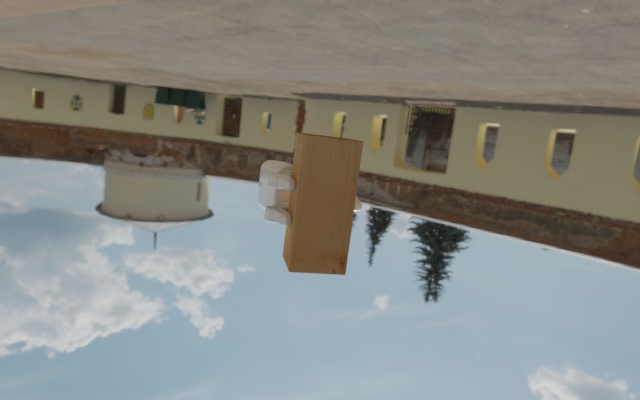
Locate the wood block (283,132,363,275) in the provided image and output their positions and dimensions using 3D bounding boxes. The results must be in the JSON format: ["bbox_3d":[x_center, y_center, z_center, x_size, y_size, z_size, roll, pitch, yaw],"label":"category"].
[{"bbox_3d":[0.000,0.003,0.749,0.091,0.206,0.090,5,9,-12],"label":"wood block"}]
